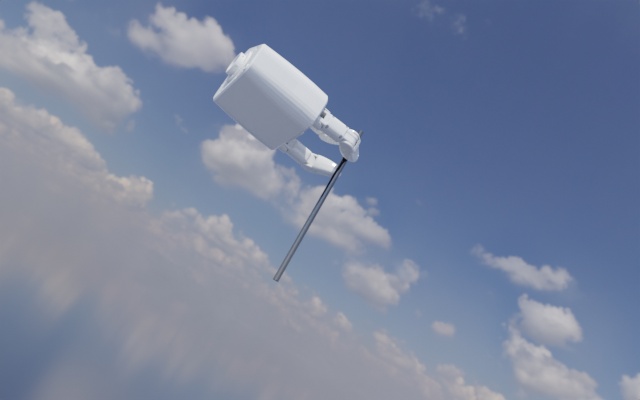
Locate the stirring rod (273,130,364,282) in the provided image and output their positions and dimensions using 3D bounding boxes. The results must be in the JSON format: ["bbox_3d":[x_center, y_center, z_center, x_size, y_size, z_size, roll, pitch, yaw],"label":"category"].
[{"bbox_3d":[0.000,0.002,0.643,0.011,0.239,0.011,27,-17,9],"label":"stirring rod"}]
